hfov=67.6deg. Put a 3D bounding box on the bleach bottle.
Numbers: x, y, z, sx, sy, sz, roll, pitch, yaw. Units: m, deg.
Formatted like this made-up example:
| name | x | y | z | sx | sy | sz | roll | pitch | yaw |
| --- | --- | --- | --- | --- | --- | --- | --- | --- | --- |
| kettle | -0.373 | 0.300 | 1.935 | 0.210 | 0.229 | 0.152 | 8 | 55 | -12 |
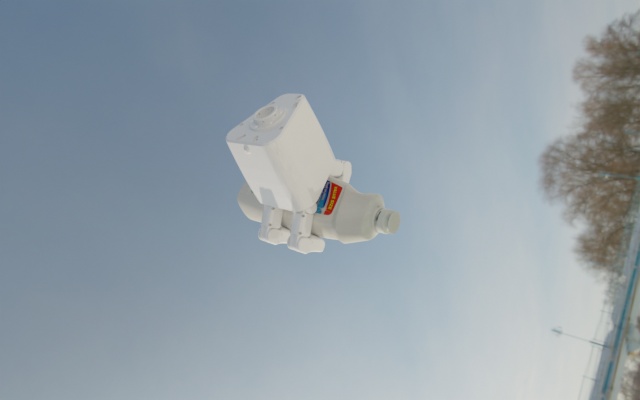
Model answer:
| name | x | y | z | sx | sy | sz | roll | pitch | yaw |
| --- | --- | --- | --- | --- | --- | --- | --- | --- | --- |
| bleach bottle | 0.000 | 0.002 | 0.664 | 0.251 | 0.068 | 0.102 | 11 | 51 | 39 |
